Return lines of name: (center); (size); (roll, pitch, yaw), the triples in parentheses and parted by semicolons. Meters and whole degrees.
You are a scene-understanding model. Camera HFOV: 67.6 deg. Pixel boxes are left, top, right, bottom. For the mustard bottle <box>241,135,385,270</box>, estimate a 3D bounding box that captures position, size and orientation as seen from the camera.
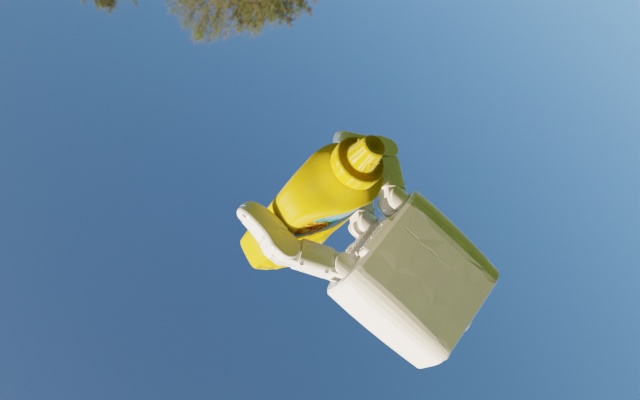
mustard bottle: (0.000, 0.001, 0.419); (0.096, 0.058, 0.192); (-20, -14, -33)
